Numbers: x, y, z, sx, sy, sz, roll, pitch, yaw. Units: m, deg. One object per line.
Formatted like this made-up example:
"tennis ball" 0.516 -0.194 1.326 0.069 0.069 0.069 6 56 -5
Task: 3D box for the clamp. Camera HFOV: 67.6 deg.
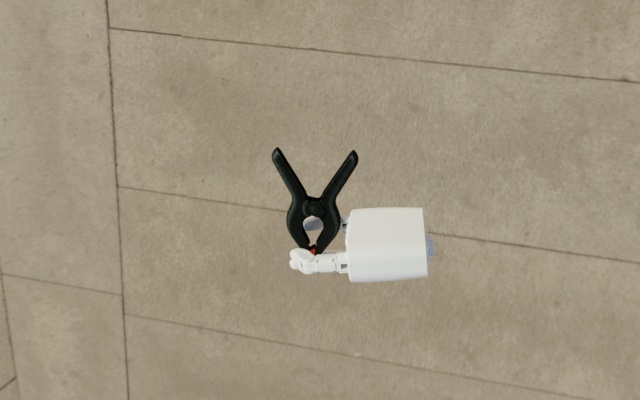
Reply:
"clamp" 0.000 0.003 0.684 0.120 0.171 0.039 -4 18 11
